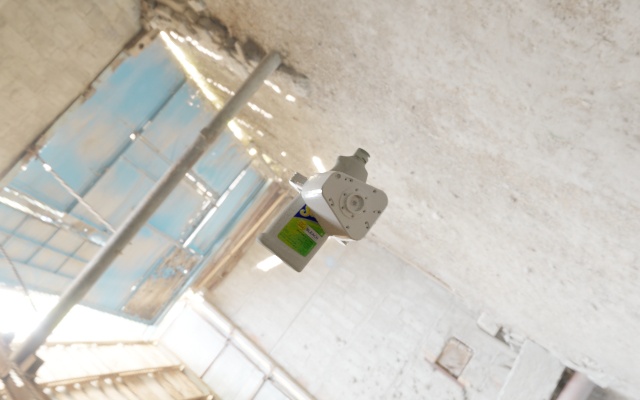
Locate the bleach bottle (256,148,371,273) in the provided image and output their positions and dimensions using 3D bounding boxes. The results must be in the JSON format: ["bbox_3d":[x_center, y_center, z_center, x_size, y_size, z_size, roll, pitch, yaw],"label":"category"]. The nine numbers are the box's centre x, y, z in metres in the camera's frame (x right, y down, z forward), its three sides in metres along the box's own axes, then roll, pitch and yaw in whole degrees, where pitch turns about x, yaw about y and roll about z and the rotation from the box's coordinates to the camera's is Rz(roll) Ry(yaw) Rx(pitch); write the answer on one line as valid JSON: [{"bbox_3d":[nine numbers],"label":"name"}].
[{"bbox_3d":[0.000,0.003,0.864,0.102,0.251,0.068,40,-11,-13],"label":"bleach bottle"}]
